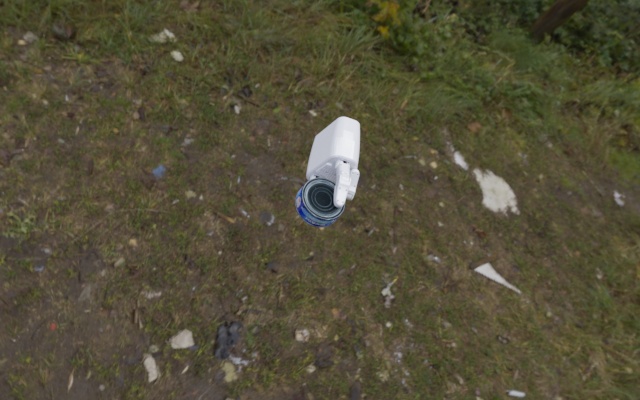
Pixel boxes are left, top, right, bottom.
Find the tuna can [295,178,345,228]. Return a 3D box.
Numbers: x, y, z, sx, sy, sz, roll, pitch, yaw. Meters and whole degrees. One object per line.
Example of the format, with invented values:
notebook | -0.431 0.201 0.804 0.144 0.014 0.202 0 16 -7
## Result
tuna can | 0.000 0.003 0.853 0.086 0.086 0.034 0 -25 -24
